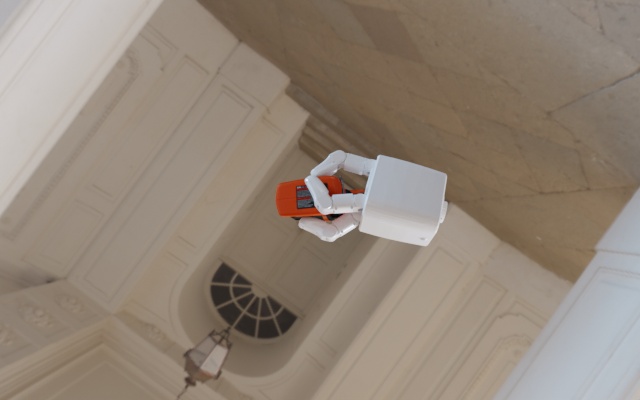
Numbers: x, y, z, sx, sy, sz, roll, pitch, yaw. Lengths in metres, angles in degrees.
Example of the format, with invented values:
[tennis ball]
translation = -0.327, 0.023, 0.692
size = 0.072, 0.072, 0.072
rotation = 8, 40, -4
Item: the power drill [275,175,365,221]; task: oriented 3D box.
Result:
[power drill]
translation = 0.000, 0.003, 0.788
size = 0.184, 0.057, 0.187
rotation = -8, -6, 21
